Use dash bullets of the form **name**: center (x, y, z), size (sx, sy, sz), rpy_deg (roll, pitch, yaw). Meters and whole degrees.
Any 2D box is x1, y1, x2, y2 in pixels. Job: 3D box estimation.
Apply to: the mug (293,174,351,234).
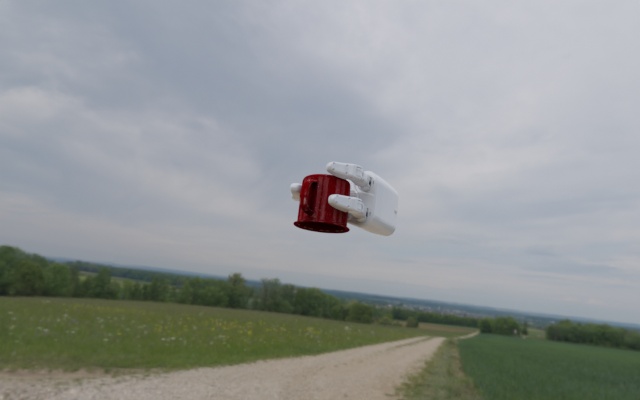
- **mug**: center (-0.001, 0.002, 0.778), size (0.093, 0.081, 0.117), rpy_deg (-2, -16, 31)
